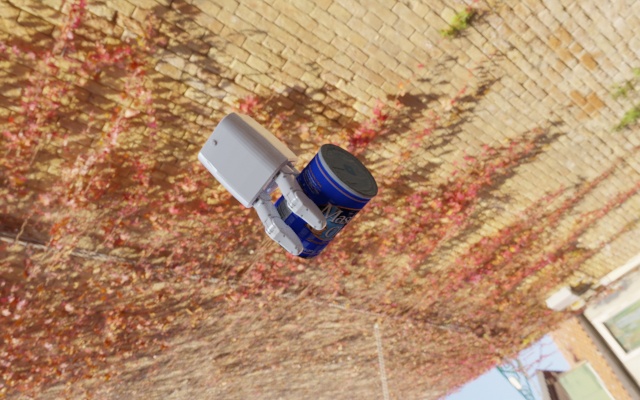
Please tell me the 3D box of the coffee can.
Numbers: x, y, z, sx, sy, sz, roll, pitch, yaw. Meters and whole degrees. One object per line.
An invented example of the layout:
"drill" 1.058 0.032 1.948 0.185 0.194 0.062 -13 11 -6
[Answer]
"coffee can" 0.000 0.002 0.695 0.103 0.102 0.140 0 -42 -53
